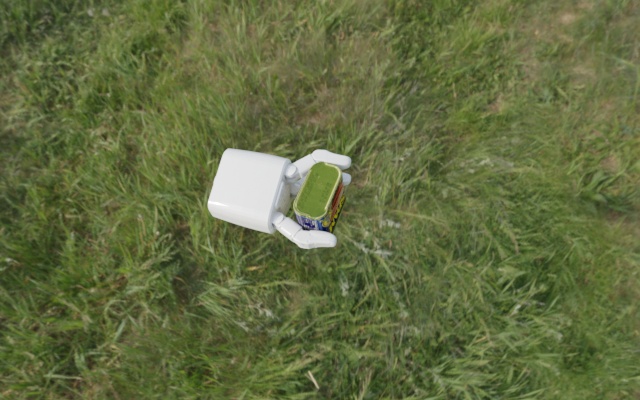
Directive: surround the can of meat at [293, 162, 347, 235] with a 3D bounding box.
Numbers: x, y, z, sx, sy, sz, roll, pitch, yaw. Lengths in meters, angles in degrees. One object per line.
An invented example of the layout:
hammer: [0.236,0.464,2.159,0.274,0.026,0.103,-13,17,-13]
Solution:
can of meat: [0.000,0.002,0.734,0.057,0.102,0.084,16,-26,15]
